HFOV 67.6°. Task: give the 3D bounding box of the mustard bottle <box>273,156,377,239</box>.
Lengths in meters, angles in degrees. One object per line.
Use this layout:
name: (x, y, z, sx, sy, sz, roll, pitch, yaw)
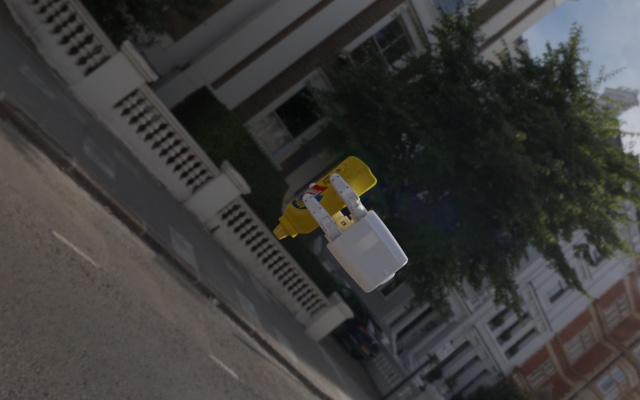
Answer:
mustard bottle: (0.000, 0.002, 0.822, 0.191, 0.058, 0.096, -38, 23, -4)
